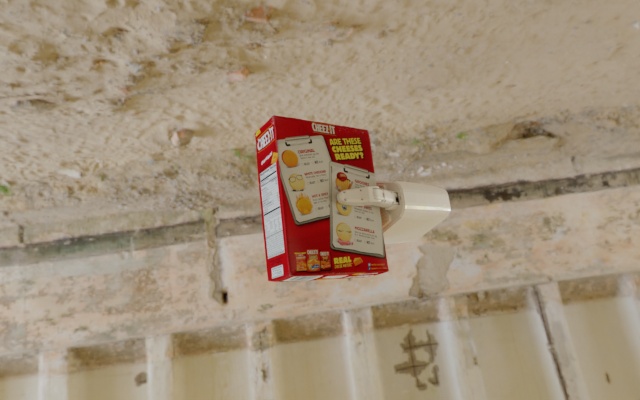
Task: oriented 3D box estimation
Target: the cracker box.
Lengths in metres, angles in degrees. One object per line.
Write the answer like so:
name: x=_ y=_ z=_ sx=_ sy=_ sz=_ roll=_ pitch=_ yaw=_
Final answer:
cracker box: x=0.000 y=0.002 z=0.666 sx=0.164 sy=0.213 sz=0.072 roll=3 pitch=-18 yaw=-34
